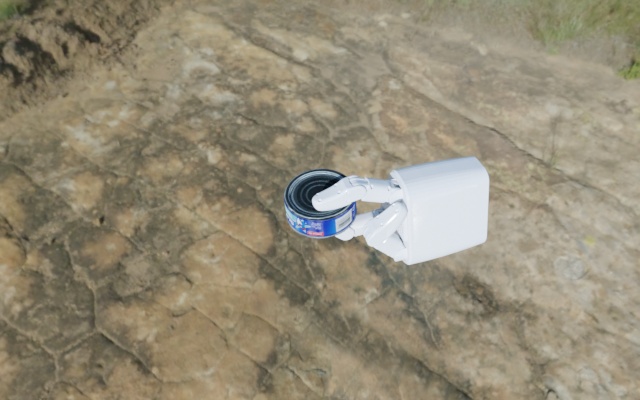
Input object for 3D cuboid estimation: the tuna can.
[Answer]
[{"bbox_3d":[0.000,0.001,0.565,0.086,0.086,0.034,0,-44,6],"label":"tuna can"}]
